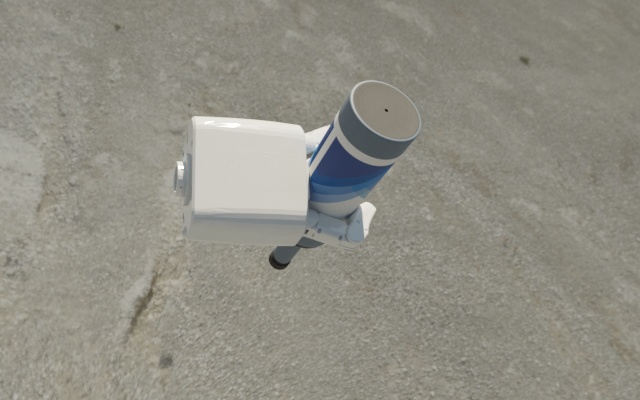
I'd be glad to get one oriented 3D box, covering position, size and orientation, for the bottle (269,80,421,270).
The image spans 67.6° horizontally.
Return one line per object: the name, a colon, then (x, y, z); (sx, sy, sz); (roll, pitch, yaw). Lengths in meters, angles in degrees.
bottle: (0.000, 0.002, 0.506); (0.069, 0.069, 0.296); (0, -31, -26)
